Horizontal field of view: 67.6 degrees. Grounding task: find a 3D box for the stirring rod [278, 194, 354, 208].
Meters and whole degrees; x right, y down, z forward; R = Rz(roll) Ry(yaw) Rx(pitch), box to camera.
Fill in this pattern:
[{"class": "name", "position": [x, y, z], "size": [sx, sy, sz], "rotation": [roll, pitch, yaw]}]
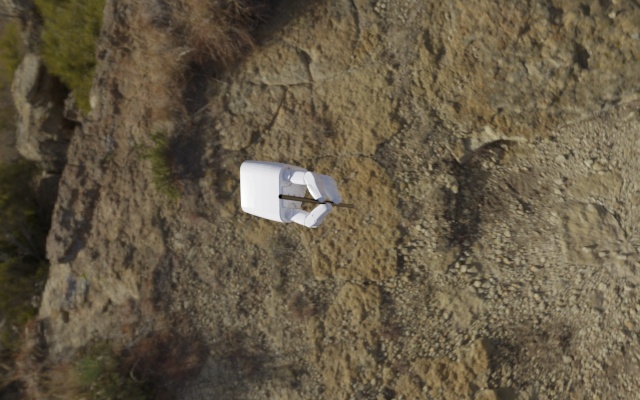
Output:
[{"class": "stirring rod", "position": [0.000, 0.003, 0.860], "size": [0.011, 0.011, 0.239], "rotation": [0, -4, 32]}]
